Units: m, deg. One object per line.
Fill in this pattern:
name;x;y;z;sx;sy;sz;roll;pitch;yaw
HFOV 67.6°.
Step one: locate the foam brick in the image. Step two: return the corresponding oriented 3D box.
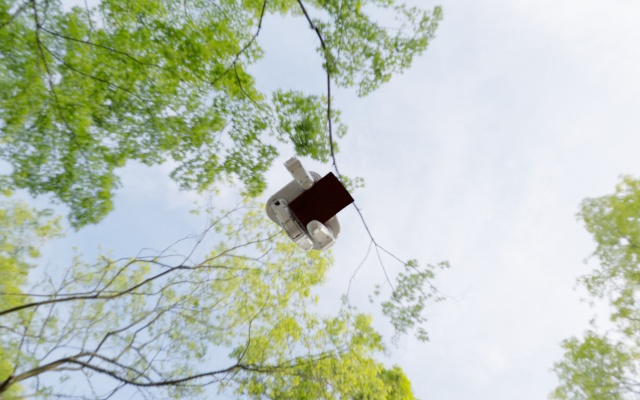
foam brick;0.000;0.002;0.664;0.078;0.053;0.051;-37;3;1
